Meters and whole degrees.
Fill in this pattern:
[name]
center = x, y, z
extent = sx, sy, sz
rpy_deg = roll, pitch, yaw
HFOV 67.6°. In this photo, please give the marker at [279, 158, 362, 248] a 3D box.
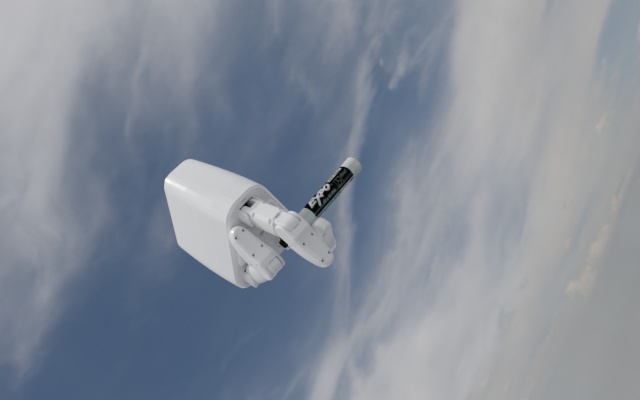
[marker]
center = 0.000, 0.002, 0.472
extent = 0.020, 0.020, 0.121
rpy_deg = 0, 41, 52
